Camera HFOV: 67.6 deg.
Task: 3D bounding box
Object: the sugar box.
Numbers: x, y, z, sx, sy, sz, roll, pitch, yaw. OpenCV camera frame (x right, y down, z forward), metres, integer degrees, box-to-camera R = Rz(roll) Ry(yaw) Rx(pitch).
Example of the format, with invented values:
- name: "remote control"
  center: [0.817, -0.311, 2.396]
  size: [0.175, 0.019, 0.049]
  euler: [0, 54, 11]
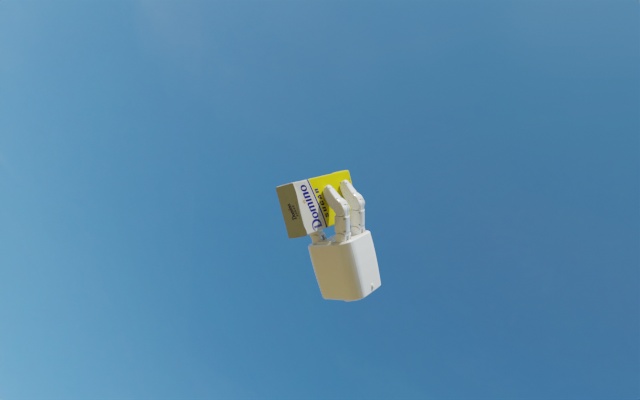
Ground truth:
- name: "sugar box"
  center: [0.001, 0.003, 0.858]
  size: [0.048, 0.093, 0.176]
  euler: [-13, 3, 34]
